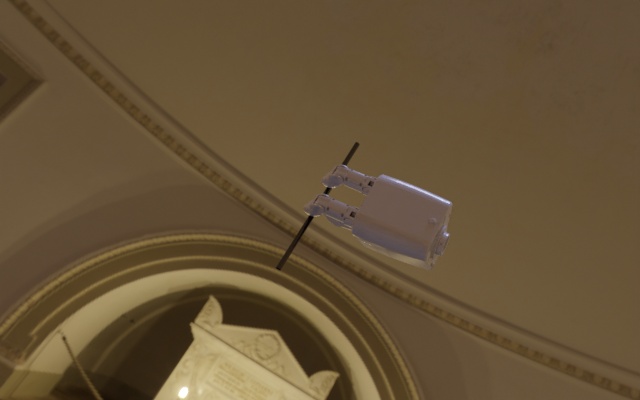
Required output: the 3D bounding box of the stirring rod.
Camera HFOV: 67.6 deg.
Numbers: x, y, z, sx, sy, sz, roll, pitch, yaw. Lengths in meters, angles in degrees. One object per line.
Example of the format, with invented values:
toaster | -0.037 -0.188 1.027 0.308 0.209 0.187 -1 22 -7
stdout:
stirring rod | 0.000 0.002 0.712 0.011 0.239 0.011 26 -25 13
